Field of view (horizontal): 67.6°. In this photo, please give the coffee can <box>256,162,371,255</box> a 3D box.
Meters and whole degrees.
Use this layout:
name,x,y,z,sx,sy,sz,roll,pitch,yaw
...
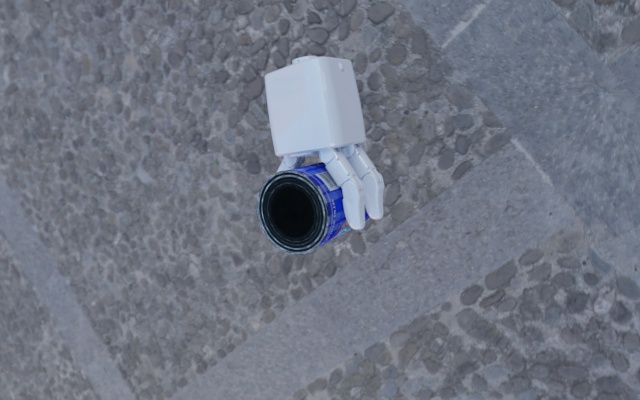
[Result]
name,x,y,z,sx,sy,sz,roll,pitch,yaw
coffee can,0.000,0.002,0.621,0.103,0.103,0.140,0,11,31
